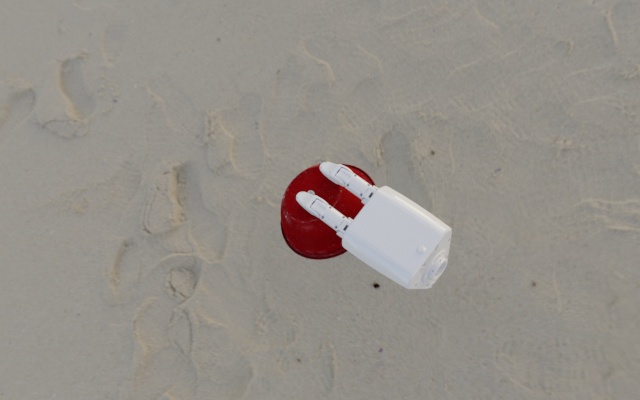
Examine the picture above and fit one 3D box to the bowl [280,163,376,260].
[{"bbox_3d":[-0.001,0.002,0.700,0.162,0.162,0.055,0,-28,29],"label":"bowl"}]
